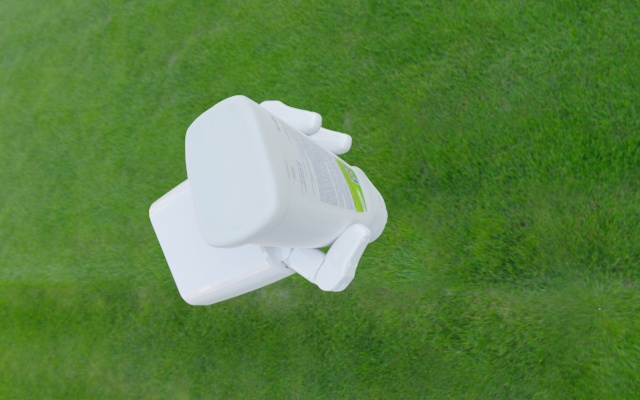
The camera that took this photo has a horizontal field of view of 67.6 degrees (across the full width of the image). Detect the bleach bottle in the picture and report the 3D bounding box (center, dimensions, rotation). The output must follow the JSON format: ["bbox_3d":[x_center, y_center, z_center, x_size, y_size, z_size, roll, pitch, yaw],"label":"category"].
[{"bbox_3d":[0.000,0.001,0.411,0.068,0.102,0.251,-26,-23,23],"label":"bleach bottle"}]
